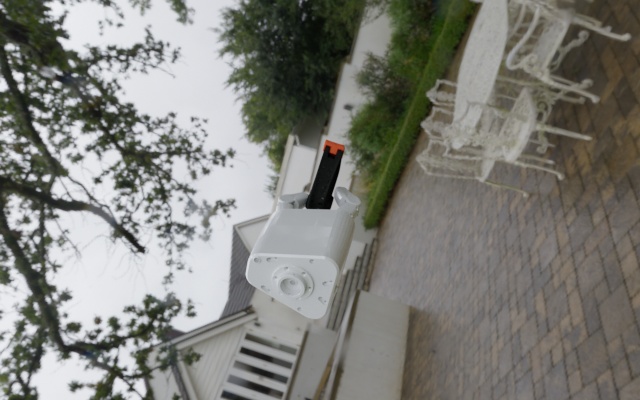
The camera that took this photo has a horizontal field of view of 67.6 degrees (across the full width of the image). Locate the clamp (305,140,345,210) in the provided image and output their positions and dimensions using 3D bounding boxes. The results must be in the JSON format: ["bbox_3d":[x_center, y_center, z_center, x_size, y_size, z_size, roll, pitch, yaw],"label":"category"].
[{"bbox_3d":[-0.001,0.002,0.706,0.036,0.210,0.164,18,29,4],"label":"clamp"}]
